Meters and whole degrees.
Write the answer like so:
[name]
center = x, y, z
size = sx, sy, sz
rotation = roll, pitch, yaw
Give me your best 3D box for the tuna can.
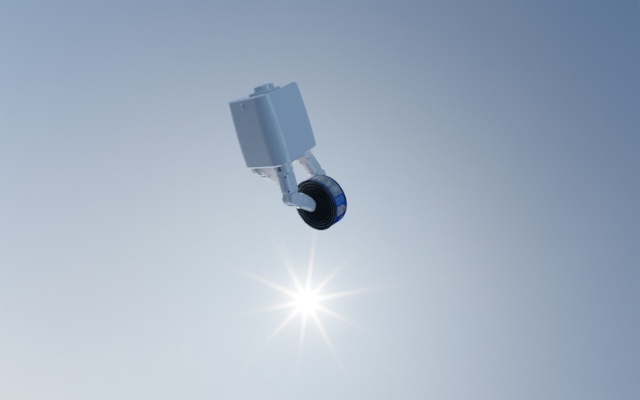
[tuna can]
center = 0.000, 0.002, 0.768
size = 0.086, 0.086, 0.033
rotation = 0, 20, 42
